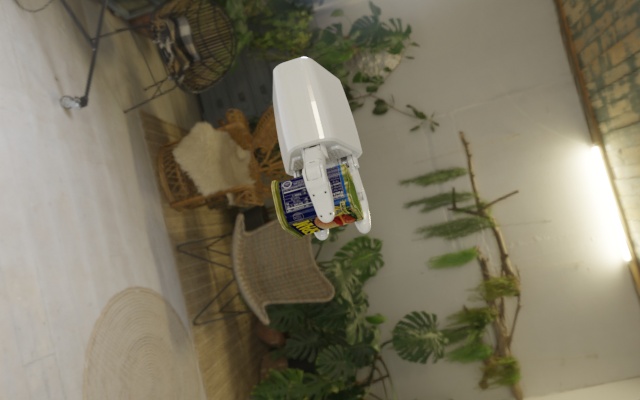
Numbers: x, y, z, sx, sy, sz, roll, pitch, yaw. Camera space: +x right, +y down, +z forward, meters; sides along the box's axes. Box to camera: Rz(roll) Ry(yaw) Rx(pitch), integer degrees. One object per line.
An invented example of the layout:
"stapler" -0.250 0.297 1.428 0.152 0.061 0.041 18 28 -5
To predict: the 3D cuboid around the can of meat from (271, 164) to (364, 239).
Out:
"can of meat" 0.000 0.002 0.553 0.084 0.057 0.102 -16 -16 8
